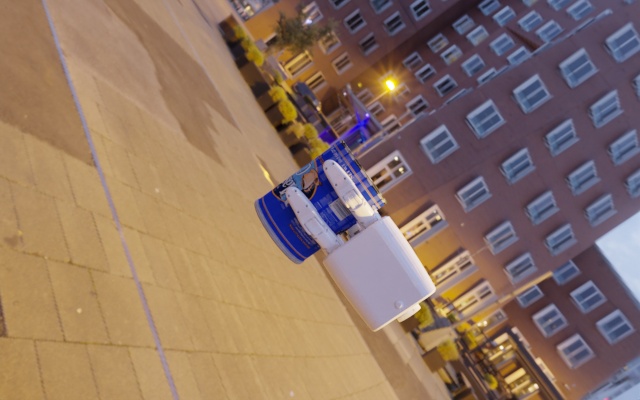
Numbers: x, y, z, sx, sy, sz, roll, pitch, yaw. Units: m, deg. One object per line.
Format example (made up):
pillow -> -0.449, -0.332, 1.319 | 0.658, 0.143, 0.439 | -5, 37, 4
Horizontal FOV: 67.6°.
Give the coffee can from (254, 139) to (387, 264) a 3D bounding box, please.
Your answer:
coffee can -> 0.000, 0.002, 0.623 | 0.140, 0.103, 0.103 | -36, -4, 6
